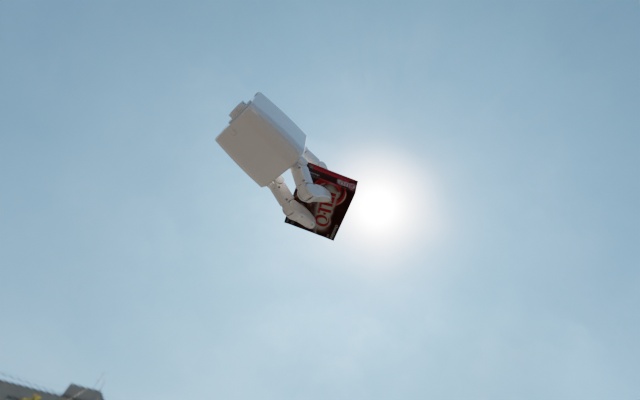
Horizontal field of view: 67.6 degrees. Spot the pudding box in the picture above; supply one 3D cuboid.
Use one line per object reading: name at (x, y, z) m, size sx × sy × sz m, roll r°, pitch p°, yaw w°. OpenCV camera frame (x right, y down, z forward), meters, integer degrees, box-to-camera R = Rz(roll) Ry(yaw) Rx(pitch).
pudding box at (0.000, 0.002, 0.770) m, size 0.090 × 0.114 × 0.039 m, roll 21°, pitch 40°, yaw 0°
